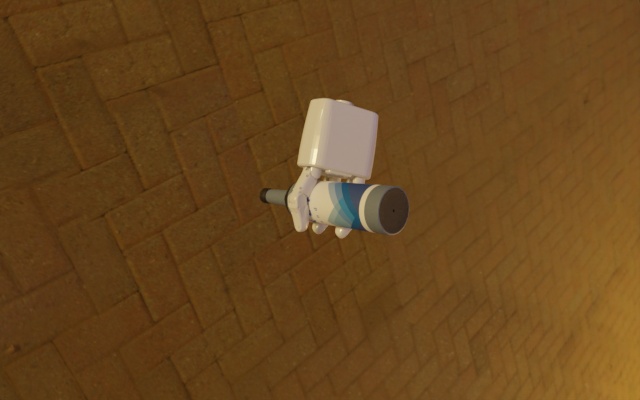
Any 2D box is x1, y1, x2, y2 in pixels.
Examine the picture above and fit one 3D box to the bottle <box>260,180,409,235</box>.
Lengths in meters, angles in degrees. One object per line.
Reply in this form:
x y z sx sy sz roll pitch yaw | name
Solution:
0.000 0.003 0.745 0.069 0.069 0.295 0 4 -42 | bottle
